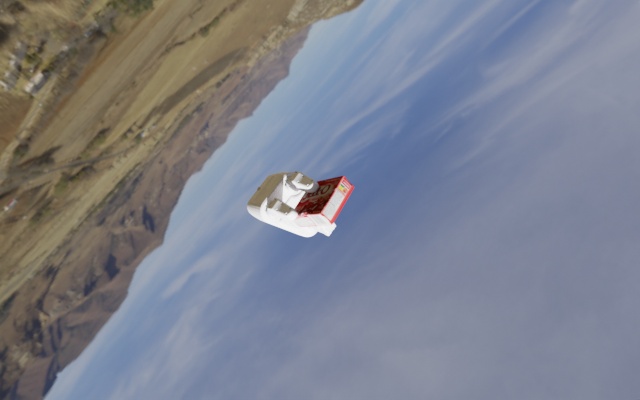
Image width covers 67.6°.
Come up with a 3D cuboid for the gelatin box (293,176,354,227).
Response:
[{"bbox_3d":[0.001,0.003,0.726,0.030,0.073,0.089,44,-27,-24],"label":"gelatin box"}]
